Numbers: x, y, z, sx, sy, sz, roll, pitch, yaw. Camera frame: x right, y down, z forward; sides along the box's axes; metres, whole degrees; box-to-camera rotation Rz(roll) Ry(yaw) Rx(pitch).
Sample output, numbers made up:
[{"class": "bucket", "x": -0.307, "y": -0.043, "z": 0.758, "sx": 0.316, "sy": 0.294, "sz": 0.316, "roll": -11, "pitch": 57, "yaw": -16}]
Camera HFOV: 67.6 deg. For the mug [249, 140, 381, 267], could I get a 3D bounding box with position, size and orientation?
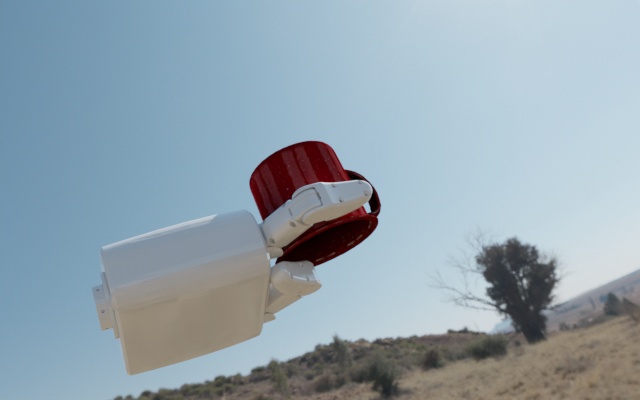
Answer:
[{"class": "mug", "x": 0.001, "y": 0.001, "z": 0.412, "sx": 0.117, "sy": 0.081, "sz": 0.093, "roll": -13, "pitch": -24, "yaw": -29}]
